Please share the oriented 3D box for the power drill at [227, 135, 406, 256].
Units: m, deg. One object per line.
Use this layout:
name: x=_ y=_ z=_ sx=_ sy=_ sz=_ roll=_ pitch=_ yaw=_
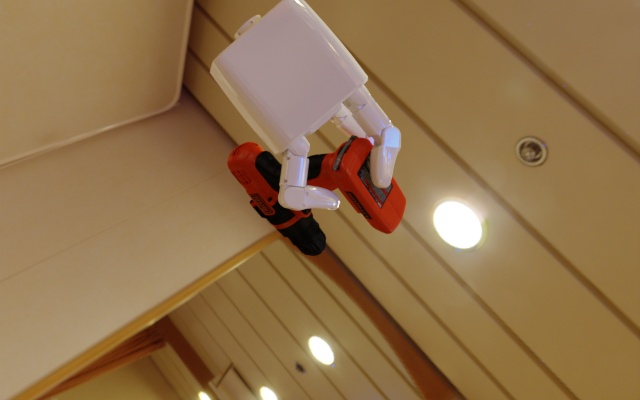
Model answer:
power drill: x=0.000 y=0.002 z=0.554 sx=0.187 sy=0.057 sz=0.184 roll=-6 pitch=-46 yaw=42
